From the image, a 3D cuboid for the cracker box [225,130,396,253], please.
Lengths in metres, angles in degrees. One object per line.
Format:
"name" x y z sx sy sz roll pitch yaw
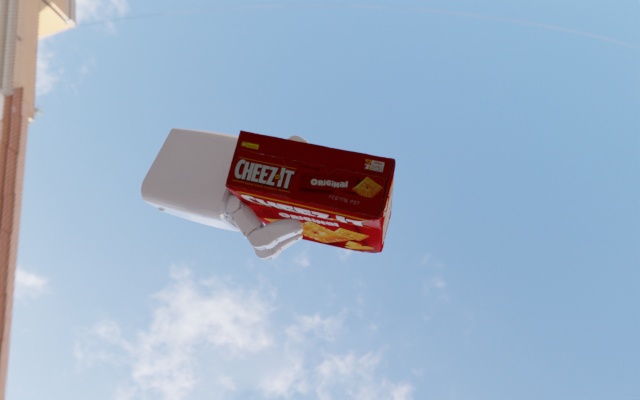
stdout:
"cracker box" 0.000 0.002 0.568 0.164 0.072 0.214 11 -13 10
